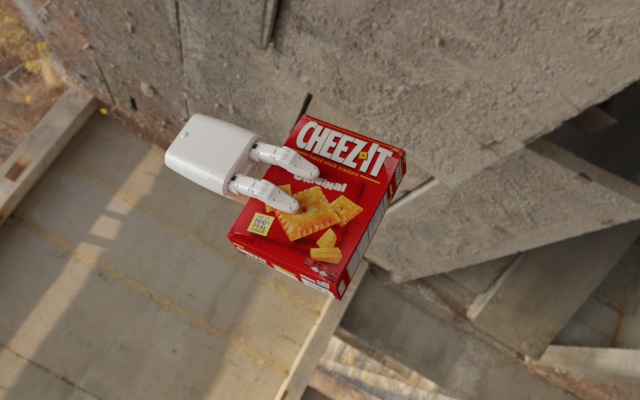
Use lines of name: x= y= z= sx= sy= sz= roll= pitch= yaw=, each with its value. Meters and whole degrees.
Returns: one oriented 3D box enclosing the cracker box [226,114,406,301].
cracker box: x=0.000 y=0.002 z=0.653 sx=0.164 sy=0.213 sz=0.072 roll=23 pitch=-20 yaw=18
